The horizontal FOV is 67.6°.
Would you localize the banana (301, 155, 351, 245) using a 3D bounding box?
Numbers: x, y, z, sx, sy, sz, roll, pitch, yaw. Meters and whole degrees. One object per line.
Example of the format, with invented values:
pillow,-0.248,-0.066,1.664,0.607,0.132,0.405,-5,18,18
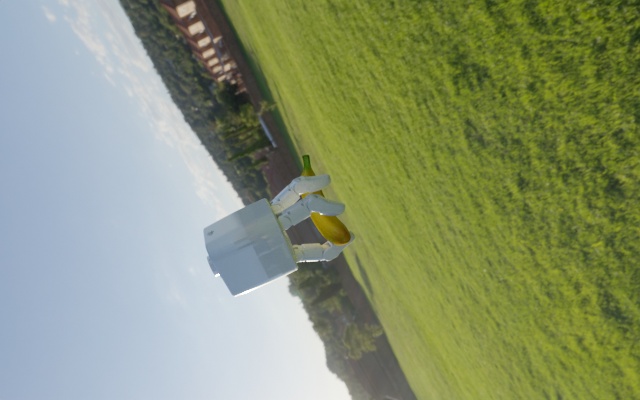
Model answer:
banana,0.001,0.013,0.751,0.037,0.070,0.197,-20,47,-9
